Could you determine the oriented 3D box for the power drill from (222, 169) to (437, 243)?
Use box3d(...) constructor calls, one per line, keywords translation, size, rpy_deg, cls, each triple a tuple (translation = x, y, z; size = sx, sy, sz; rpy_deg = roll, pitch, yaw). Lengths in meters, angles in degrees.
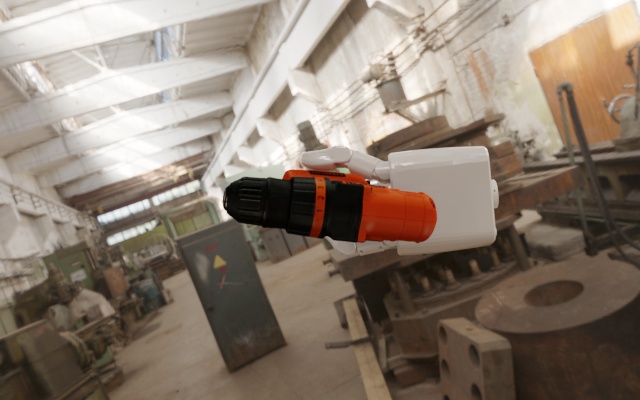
box3d(translation=(0.000, 0.001, 0.478), size=(0.184, 0.057, 0.187), rpy_deg=(8, 6, -9), cls="power drill")
